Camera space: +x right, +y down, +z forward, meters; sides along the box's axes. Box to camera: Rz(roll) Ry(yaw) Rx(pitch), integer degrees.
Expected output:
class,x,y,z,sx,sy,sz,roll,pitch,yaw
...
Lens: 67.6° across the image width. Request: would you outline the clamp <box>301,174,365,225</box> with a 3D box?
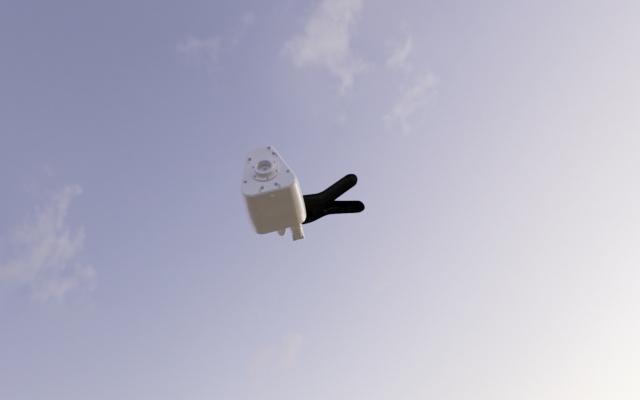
class,x,y,z,sx,sy,sz,roll,pitch,yaw
clamp,0.000,0.003,0.883,0.171,0.039,0.120,-15,-37,-5
